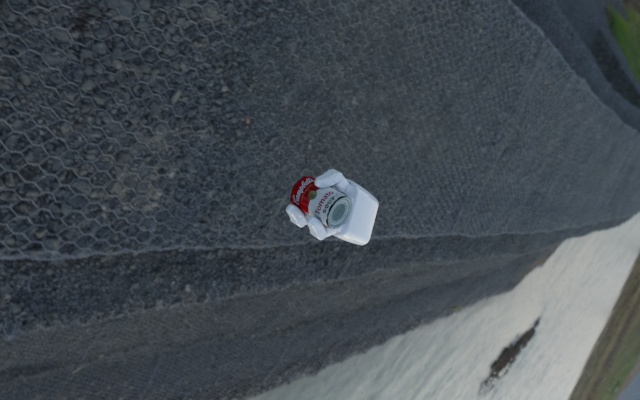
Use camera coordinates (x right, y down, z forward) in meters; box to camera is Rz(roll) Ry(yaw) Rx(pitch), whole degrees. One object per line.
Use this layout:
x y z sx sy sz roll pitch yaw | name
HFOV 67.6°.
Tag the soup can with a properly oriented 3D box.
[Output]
0.000 0.003 0.895 0.102 0.068 0.068 30 19 36 | soup can
